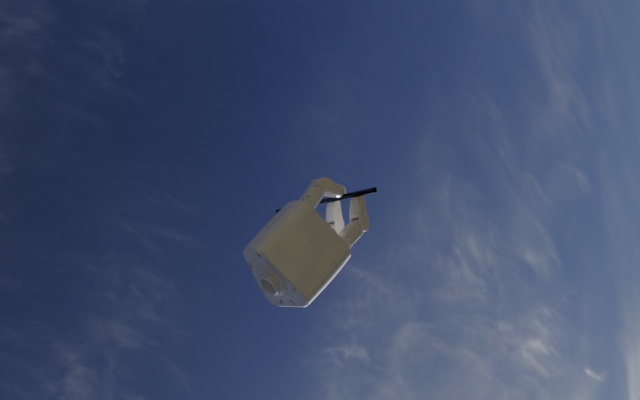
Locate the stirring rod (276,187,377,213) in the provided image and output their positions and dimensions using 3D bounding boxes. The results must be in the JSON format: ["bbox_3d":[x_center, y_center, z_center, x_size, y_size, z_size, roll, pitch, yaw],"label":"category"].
[{"bbox_3d":[0.000,0.003,0.775,0.011,0.011,0.239,0,-9,-41],"label":"stirring rod"}]
